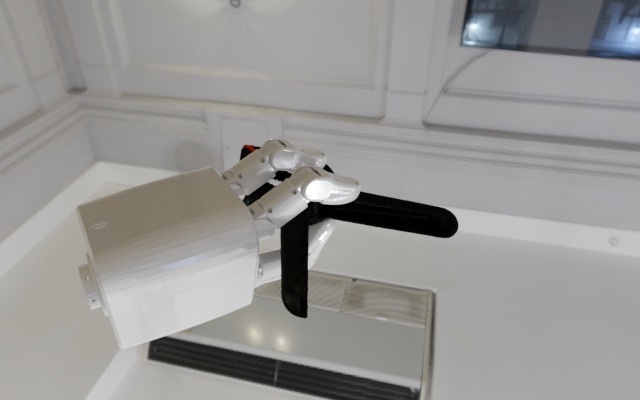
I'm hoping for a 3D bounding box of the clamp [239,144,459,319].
[{"bbox_3d":[0.000,0.002,0.413,0.164,0.036,0.210,-16,38,-27],"label":"clamp"}]
